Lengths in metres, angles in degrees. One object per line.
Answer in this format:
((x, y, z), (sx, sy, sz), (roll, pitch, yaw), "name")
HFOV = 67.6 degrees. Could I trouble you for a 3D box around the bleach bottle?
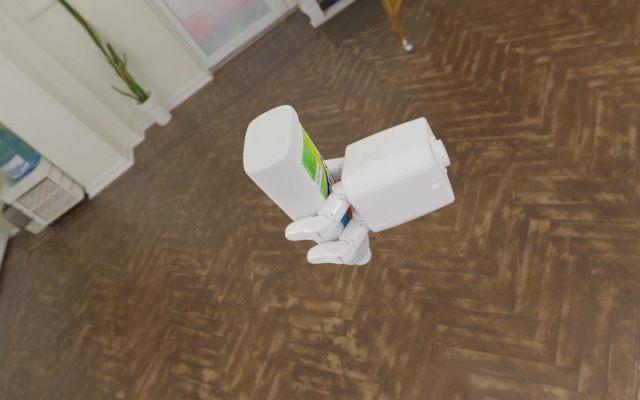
((0.000, 0.002, 0.614), (0.068, 0.102, 0.251), (-21, -46, 20), "bleach bottle")
